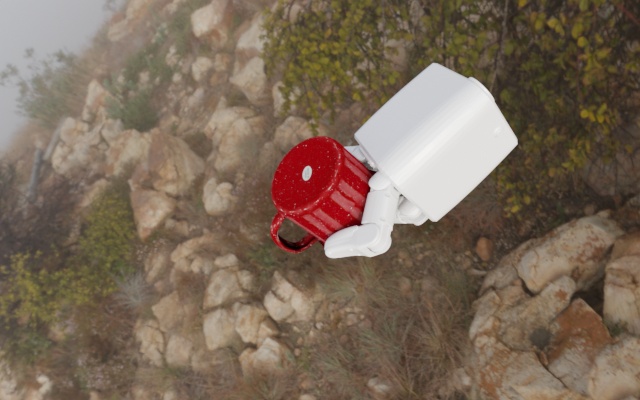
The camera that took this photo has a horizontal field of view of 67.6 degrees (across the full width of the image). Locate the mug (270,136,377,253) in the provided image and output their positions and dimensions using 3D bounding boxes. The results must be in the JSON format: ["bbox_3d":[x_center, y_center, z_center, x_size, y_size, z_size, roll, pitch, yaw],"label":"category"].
[{"bbox_3d":[-0.001,0.002,0.448,0.081,0.117,0.093,36,14,-43],"label":"mug"}]
